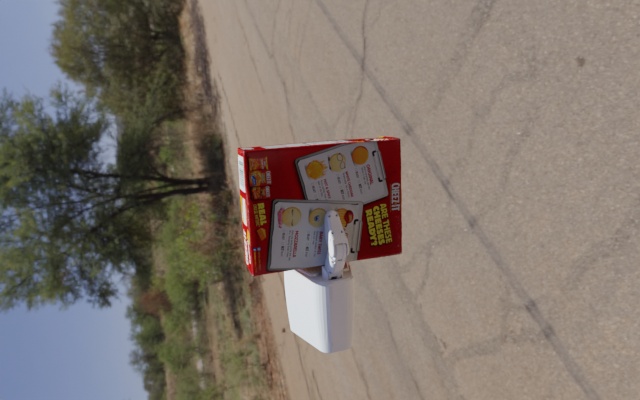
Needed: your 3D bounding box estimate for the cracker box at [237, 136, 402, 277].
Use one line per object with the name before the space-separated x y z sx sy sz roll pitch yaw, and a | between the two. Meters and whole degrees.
cracker box | 0.000 0.002 0.650 0.213 0.164 0.072 -7 13 -18
